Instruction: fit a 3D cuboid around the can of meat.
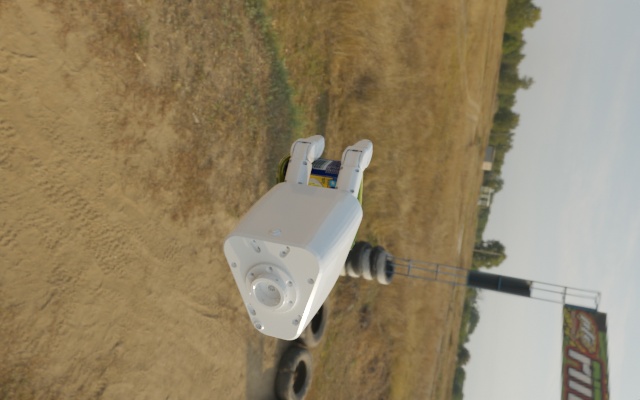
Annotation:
[{"bbox_3d":[0.000,0.002,0.540,0.084,0.102,0.057,9,24,18],"label":"can of meat"}]
